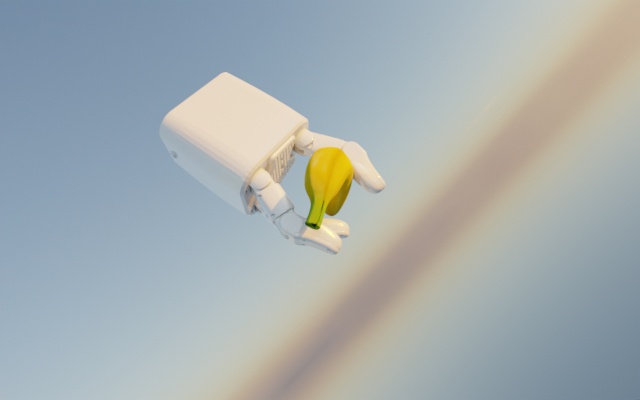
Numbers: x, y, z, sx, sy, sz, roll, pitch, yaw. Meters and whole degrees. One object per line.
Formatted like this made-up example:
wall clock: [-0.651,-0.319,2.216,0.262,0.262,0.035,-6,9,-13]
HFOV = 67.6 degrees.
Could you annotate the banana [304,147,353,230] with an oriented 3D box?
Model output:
banana: [0.007,-0.016,0.456,0.037,0.069,0.198,23,4,6]
